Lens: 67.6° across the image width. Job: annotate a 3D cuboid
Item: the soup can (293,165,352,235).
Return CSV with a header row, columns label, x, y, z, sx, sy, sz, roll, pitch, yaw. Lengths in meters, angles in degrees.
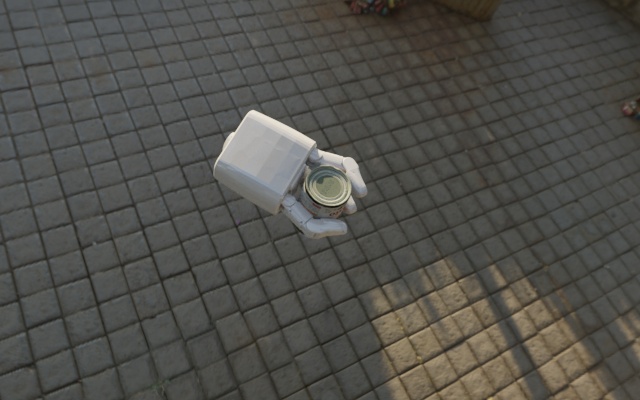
label,x,y,z,sx,sy,sz,roll,pitch,yaw
soup can,0.001,0.002,0.688,0.068,0.068,0.102,0,-28,-15
